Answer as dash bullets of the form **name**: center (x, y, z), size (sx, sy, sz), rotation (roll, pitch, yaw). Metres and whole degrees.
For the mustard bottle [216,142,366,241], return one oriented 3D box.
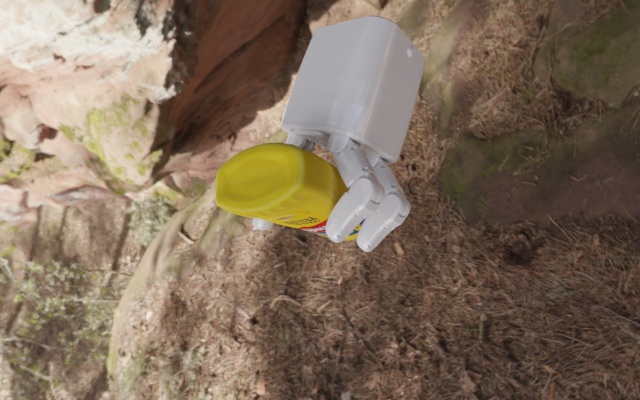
- **mustard bottle**: center (0.000, 0.002, 0.452), size (0.096, 0.058, 0.192), rotation (-12, -19, 32)
